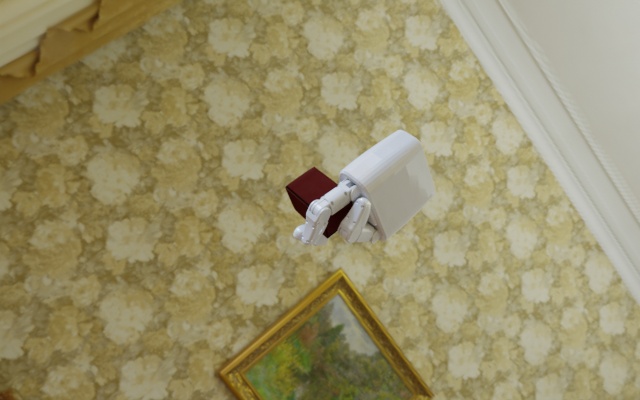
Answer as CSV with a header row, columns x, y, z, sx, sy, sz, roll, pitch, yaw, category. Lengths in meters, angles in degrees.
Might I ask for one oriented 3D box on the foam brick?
x,y,z,sx,sy,sz,roll,pitch,yaw,category
0.000,0.002,0.648,0.078,0.051,0.053,40,-20,34,foam brick
